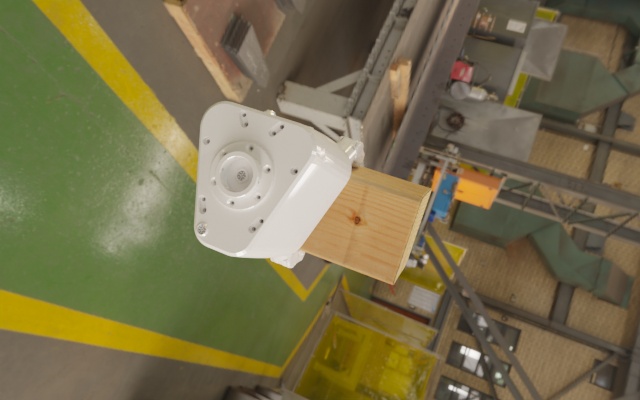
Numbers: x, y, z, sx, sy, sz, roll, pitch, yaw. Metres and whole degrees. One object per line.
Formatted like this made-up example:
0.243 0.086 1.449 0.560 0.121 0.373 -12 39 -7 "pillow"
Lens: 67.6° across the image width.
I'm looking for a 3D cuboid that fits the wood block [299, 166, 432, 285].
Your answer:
0.000 0.002 0.507 0.206 0.091 0.090 19 14 15 "wood block"
